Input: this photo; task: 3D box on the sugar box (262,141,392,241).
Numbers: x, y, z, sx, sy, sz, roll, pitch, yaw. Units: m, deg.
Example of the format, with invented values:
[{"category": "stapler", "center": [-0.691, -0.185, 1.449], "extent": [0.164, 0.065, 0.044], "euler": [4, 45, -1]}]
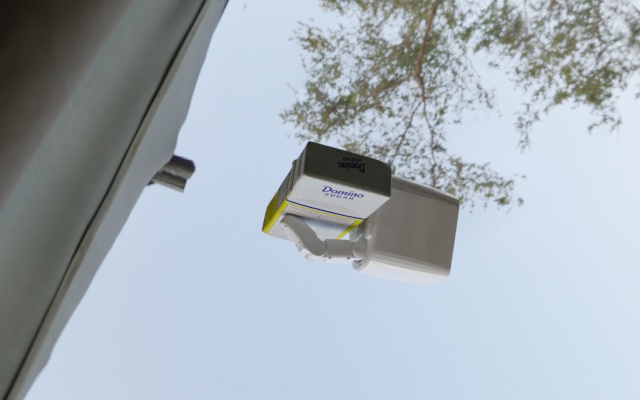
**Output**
[{"category": "sugar box", "center": [0.000, 0.001, 0.534], "extent": [0.093, 0.048, 0.176], "euler": [14, -28, -15]}]
